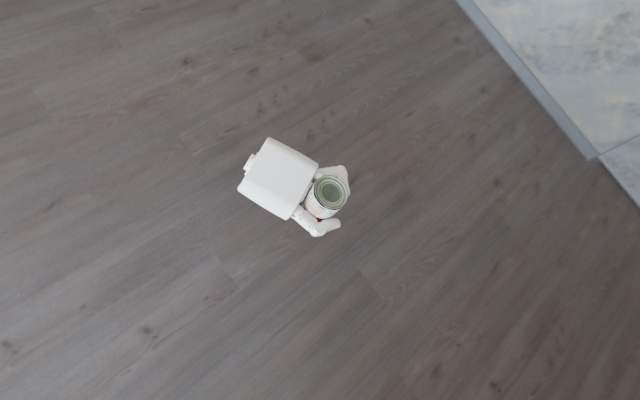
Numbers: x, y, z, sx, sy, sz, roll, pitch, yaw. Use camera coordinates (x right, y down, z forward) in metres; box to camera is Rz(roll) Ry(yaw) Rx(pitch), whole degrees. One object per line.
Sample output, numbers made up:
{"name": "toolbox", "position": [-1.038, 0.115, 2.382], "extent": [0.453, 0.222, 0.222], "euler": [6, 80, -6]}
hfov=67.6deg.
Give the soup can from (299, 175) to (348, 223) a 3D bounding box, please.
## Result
{"name": "soup can", "position": [0.001, 0.003, 0.879], "extent": [0.068, 0.068, 0.102], "euler": [0, -21, -24]}
